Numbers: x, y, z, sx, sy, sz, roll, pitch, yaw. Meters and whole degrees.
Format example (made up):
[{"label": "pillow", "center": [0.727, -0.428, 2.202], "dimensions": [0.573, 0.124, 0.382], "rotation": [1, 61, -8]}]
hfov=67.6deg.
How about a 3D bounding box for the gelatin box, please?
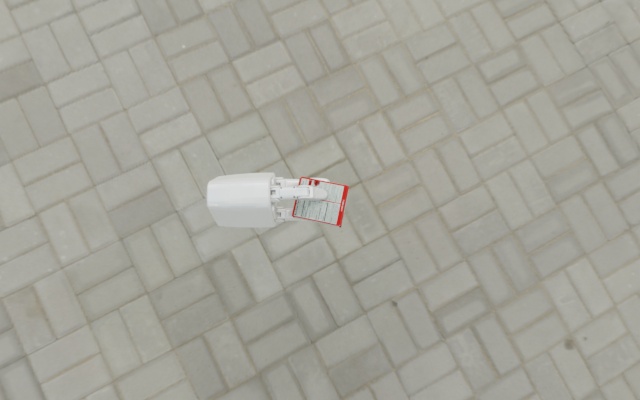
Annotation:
[{"label": "gelatin box", "center": [0.000, 0.003, 0.839], "dimensions": [0.089, 0.073, 0.030], "rotation": [11, -7, 6]}]
